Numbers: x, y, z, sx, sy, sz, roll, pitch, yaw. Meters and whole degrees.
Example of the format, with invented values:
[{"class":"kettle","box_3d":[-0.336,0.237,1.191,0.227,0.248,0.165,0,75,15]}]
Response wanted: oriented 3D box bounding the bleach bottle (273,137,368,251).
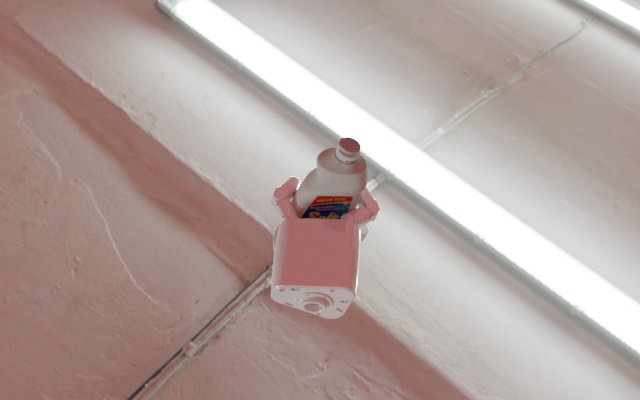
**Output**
[{"class":"bleach bottle","box_3d":[0.000,0.002,0.701,0.102,0.068,0.251,12,-39,-8]}]
